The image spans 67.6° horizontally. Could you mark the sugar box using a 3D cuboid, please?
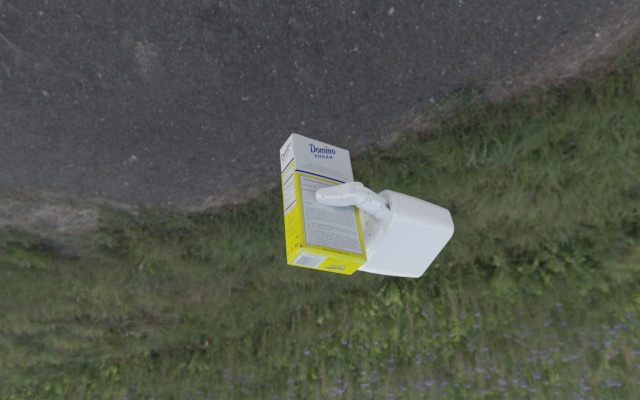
[{"bbox_3d":[0.000,0.002,0.614,0.093,0.176,0.048,15,-42,-27],"label":"sugar box"}]
